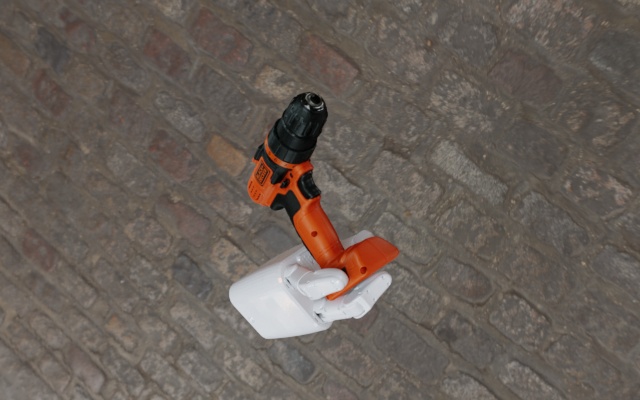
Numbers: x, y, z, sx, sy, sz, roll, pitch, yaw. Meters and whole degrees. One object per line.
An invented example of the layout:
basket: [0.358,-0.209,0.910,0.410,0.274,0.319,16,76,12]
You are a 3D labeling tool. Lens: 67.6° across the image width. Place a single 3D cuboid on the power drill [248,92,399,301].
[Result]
power drill: [0.000,0.002,0.509,0.057,0.187,0.184,-26,-15,-32]
